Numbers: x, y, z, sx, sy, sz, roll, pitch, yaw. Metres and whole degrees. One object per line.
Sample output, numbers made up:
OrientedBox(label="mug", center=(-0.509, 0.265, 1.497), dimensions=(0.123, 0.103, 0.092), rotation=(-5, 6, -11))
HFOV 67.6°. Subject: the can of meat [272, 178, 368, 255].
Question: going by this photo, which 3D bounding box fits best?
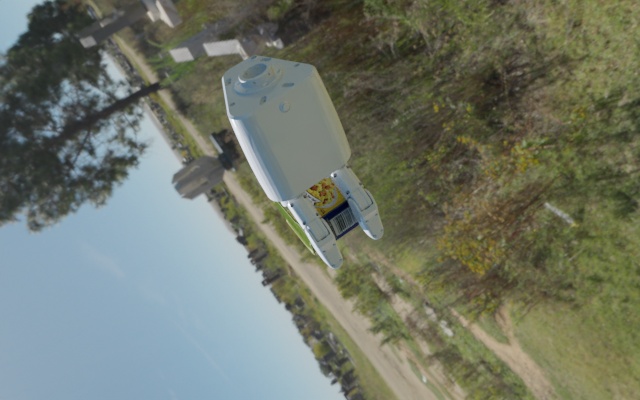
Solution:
OrientedBox(label="can of meat", center=(0.000, 0.002, 0.546), dimensions=(0.084, 0.057, 0.102), rotation=(-34, 47, -11))
